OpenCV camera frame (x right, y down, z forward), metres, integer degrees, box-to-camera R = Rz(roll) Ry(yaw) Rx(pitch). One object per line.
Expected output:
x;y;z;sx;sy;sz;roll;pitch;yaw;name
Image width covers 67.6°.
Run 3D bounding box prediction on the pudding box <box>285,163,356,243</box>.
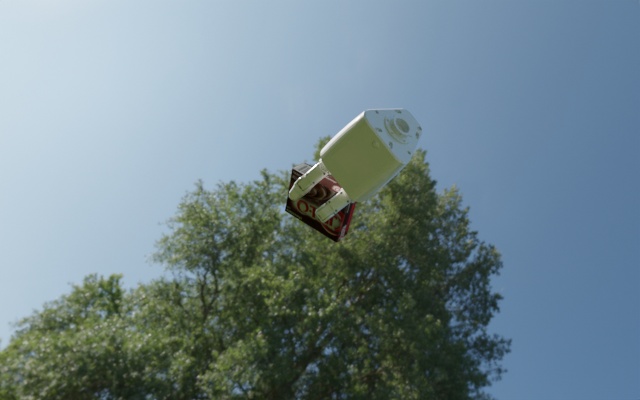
0.000;0.002;0.776;0.113;0.090;0.039;32;40;24;pudding box
